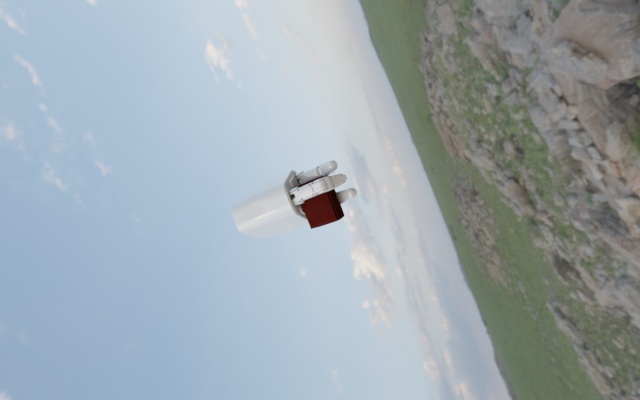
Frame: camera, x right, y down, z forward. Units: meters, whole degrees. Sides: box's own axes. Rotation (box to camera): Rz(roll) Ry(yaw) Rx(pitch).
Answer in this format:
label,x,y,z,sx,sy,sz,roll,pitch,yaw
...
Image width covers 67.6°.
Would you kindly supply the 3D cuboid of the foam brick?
label,x,y,z,sx,sy,sz,roll,pitch,yaw
foam brick,0.000,0.003,0.801,0.051,0.078,0.053,-22,-1,15
